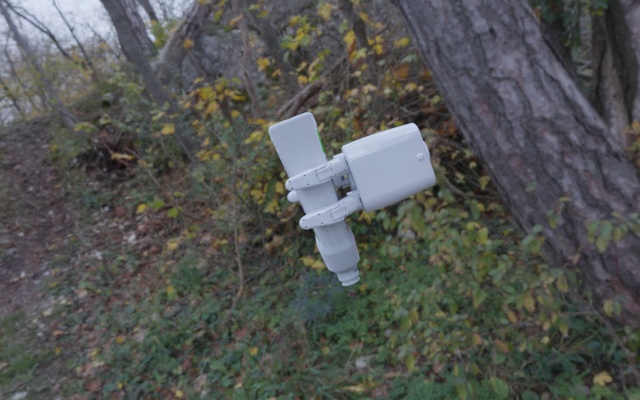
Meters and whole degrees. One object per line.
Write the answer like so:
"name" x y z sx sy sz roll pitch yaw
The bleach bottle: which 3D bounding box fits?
"bleach bottle" 0.000 0.002 0.693 0.068 0.251 0.102 -21 8 0
